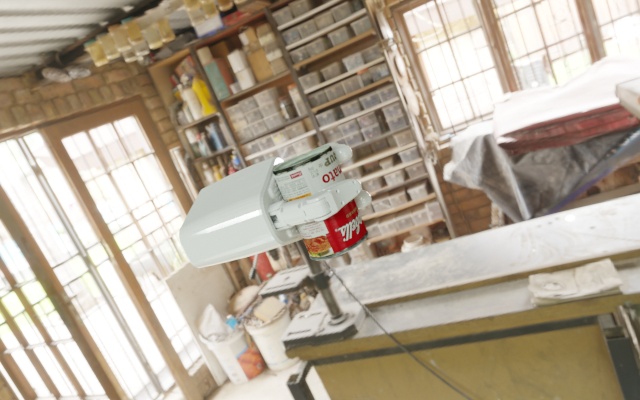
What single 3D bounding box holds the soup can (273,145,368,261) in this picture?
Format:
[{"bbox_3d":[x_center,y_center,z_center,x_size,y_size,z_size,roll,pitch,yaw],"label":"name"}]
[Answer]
[{"bbox_3d":[0.000,0.001,0.499,0.068,0.102,0.068,-22,13,5],"label":"soup can"}]
